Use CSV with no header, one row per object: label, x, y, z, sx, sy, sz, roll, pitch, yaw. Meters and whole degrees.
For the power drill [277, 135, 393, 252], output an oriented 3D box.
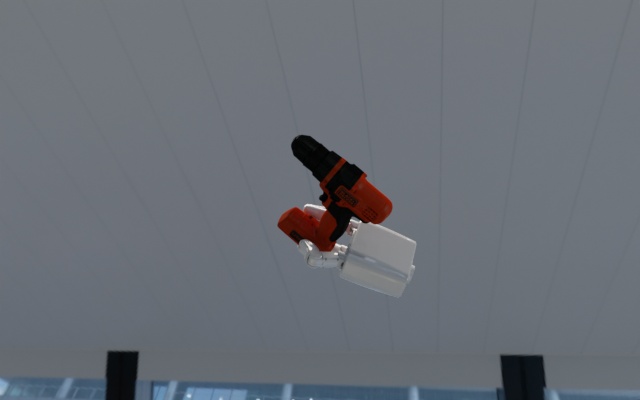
power drill,0.000,0.003,0.771,0.057,0.184,0.188,-48,-1,-43
